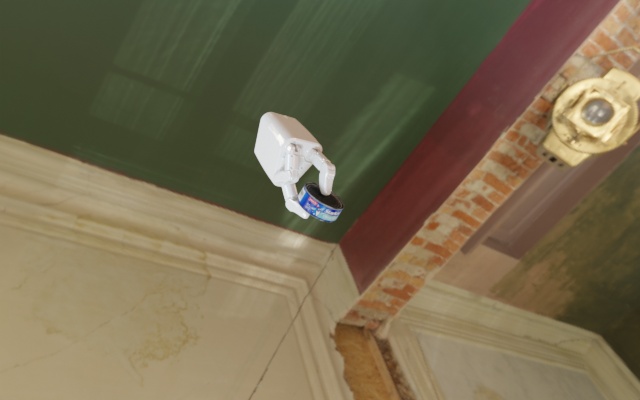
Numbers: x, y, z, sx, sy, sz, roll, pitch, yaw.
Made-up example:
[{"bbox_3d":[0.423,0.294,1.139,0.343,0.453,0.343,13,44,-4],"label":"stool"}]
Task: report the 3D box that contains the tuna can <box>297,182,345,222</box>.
[{"bbox_3d":[0.000,0.003,0.896,0.086,0.034,0.086,28,21,-12],"label":"tuna can"}]
